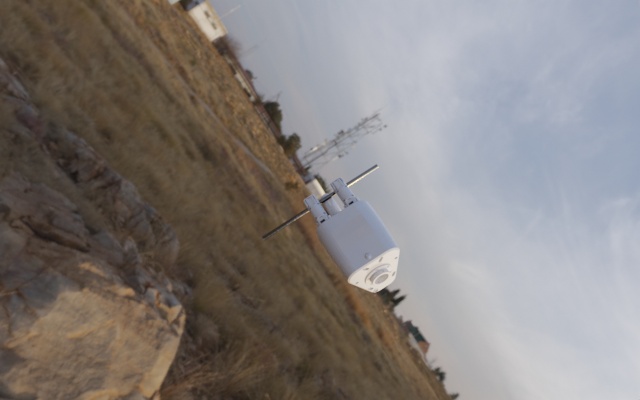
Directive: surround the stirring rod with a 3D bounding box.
[{"bbox_3d":[0.000,0.003,0.848,0.239,0.011,0.011,-32,1,-1],"label":"stirring rod"}]
